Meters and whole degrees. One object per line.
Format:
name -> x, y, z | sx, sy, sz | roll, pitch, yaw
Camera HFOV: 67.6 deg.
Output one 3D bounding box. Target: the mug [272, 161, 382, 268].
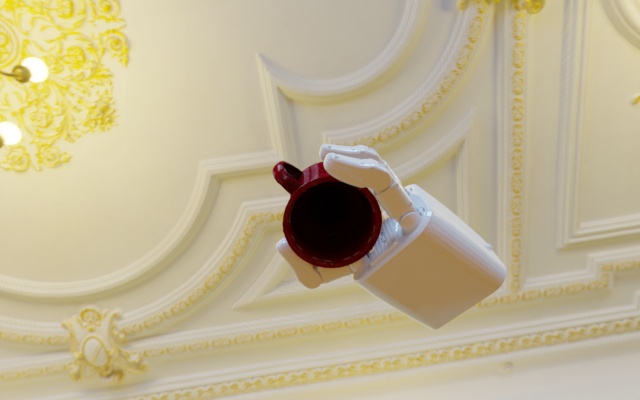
mug -> -0.001, 0.001, 0.478 | 0.117, 0.093, 0.081 | 36, 14, -14
